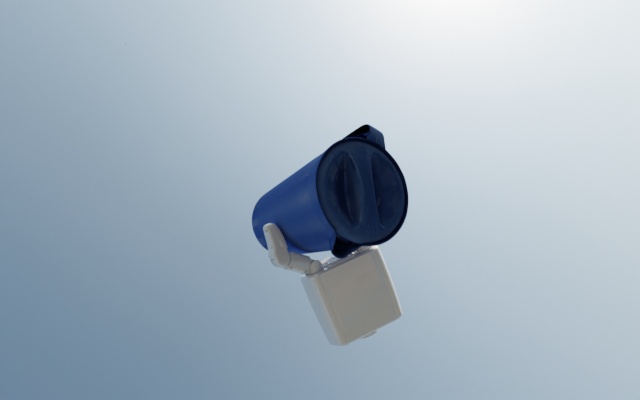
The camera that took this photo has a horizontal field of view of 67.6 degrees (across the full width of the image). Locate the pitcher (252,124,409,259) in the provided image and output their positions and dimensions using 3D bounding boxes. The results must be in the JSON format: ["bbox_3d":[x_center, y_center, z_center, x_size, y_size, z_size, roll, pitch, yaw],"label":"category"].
[{"bbox_3d":[0.000,0.002,0.665,0.149,0.145,0.243,-24,1,-32],"label":"pitcher"}]
